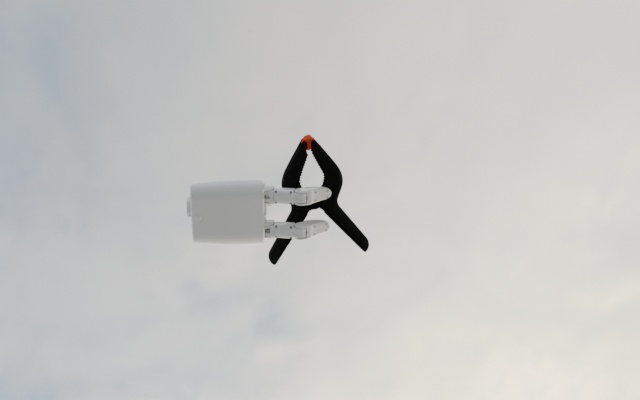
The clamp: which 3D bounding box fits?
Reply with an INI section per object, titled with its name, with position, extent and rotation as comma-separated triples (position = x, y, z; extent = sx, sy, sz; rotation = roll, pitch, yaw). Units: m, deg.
[clamp]
position = 0.000, 0.002, 0.752
extent = 0.164, 0.210, 0.036
rotation = -1, 20, -9
